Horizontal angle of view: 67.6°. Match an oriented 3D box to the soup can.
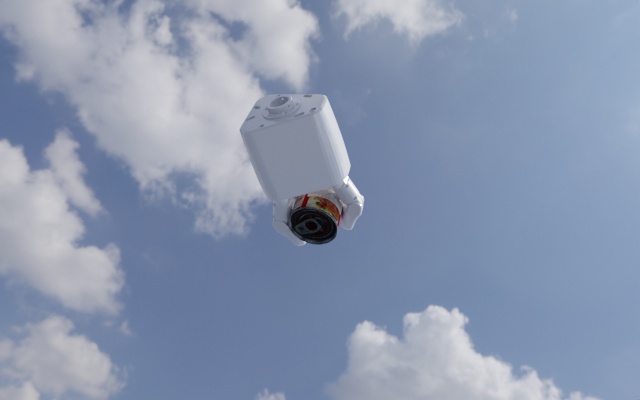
[{"bbox_3d":[0.000,0.002,0.672,0.068,0.069,0.102,0,41,16],"label":"soup can"}]
